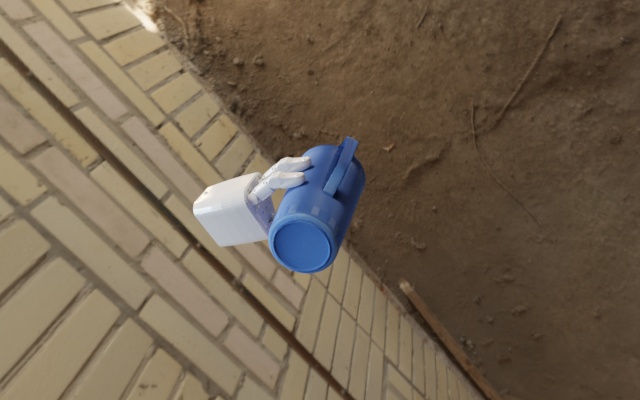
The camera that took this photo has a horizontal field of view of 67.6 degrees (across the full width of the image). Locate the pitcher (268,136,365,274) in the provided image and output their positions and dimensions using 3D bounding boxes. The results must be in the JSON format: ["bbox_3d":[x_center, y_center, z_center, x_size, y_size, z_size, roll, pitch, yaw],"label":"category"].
[{"bbox_3d":[0.000,0.003,0.799,0.145,0.149,0.242,-10,26,18],"label":"pitcher"}]
